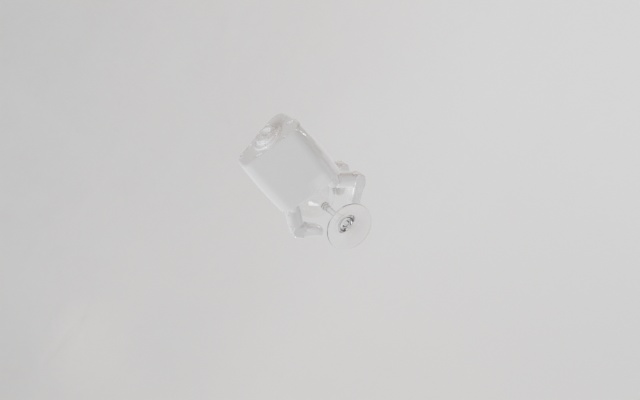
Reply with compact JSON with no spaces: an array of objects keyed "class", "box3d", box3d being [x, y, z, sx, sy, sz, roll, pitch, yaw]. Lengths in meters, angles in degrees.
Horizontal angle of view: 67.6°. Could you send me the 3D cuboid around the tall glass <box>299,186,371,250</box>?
[{"class":"tall glass","box3d":[0.000,0.003,0.783,0.079,0.079,0.201,0,21,-27]}]
